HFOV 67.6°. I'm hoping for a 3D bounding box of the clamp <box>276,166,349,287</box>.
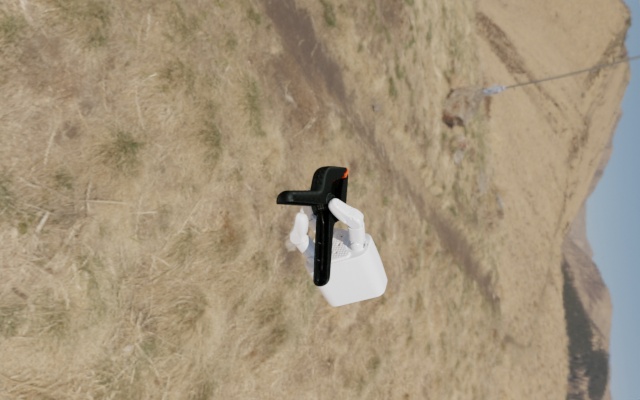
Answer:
[{"bbox_3d":[0.001,0.002,0.737,0.036,0.165,0.209,-6,39,26],"label":"clamp"}]
